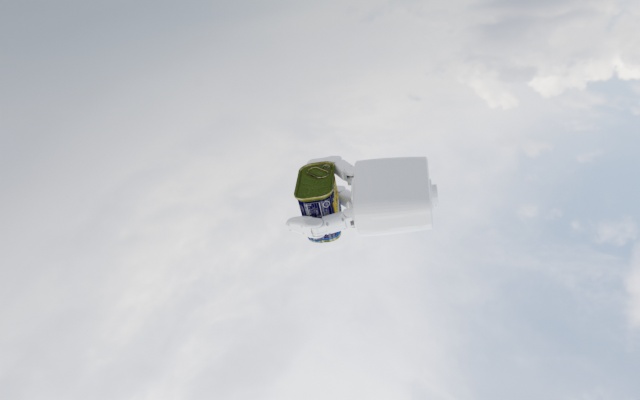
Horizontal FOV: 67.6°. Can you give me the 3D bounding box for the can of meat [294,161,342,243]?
[{"bbox_3d":[0.000,0.003,0.720,0.057,0.084,0.102,-8,33,9],"label":"can of meat"}]
